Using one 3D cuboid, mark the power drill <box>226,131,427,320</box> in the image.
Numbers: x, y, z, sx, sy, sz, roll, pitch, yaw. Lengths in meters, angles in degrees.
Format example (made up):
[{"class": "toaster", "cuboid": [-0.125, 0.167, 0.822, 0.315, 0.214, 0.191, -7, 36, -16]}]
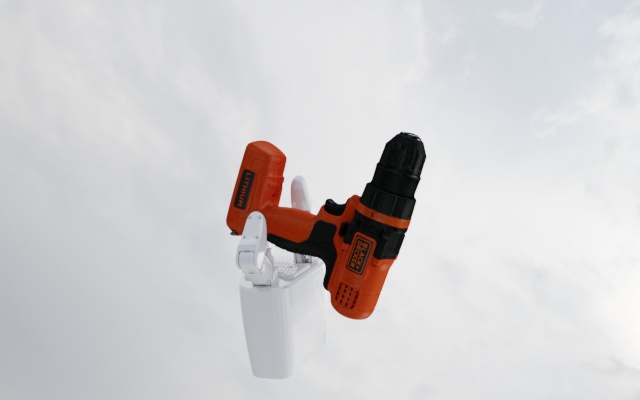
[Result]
[{"class": "power drill", "cuboid": [0.000, 0.002, 0.480, 0.187, 0.184, 0.057, 24, 11, 29]}]
